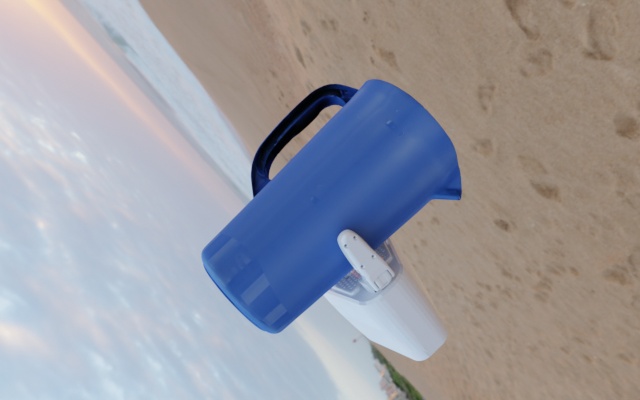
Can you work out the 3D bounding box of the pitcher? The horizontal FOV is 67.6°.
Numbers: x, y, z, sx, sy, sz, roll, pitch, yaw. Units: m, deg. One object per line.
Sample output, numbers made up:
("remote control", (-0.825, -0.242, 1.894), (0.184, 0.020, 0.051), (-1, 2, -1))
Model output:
("pitcher", (0.000, 0.002, 0.469), (0.243, 0.145, 0.149), (-43, 25, -7))
